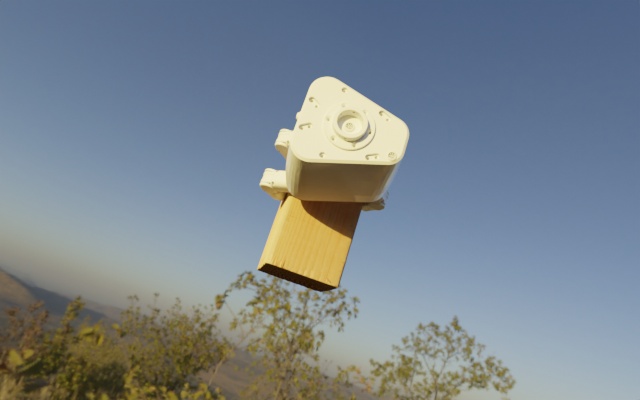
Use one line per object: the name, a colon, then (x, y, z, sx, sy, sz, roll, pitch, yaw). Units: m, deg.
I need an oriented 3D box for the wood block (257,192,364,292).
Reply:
wood block: (0.001, 0.002, 0.607, 0.091, 0.206, 0.090, 21, -18, -9)
